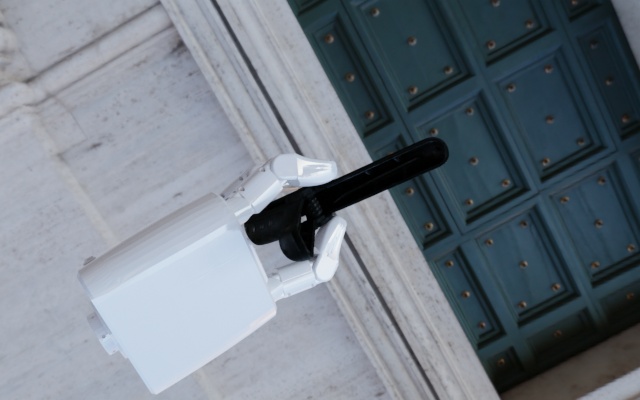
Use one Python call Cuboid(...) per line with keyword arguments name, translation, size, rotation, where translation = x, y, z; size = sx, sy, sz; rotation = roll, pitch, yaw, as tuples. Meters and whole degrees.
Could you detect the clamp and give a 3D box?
Cuboid(name="clamp", translation=(0.000, 0.002, 0.416), size=(0.164, 0.036, 0.210), rotation=(-30, 9, -26))
